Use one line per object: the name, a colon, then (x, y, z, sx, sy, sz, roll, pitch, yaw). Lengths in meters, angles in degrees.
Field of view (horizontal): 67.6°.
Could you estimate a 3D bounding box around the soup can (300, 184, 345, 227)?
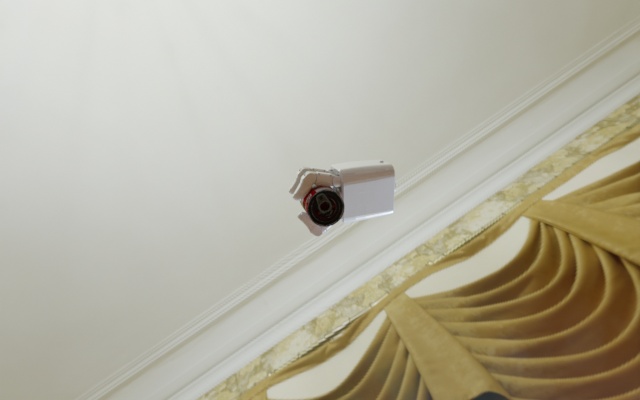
soup can: (0.000, 0.003, 0.898, 0.068, 0.068, 0.102, 0, 13, -12)
